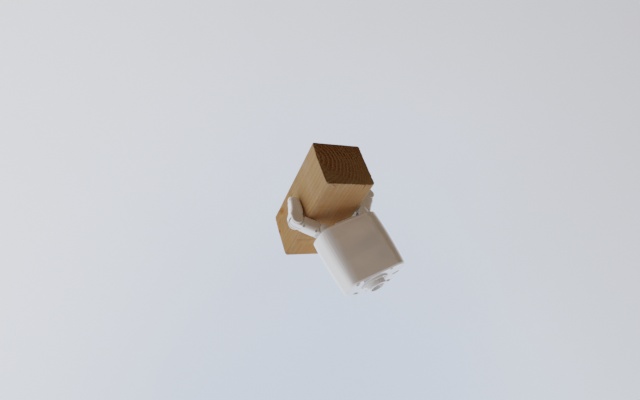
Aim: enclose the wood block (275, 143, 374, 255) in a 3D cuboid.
[{"bbox_3d":[0.000,0.003,0.847,0.091,0.090,0.206,1,-39,-27],"label":"wood block"}]
